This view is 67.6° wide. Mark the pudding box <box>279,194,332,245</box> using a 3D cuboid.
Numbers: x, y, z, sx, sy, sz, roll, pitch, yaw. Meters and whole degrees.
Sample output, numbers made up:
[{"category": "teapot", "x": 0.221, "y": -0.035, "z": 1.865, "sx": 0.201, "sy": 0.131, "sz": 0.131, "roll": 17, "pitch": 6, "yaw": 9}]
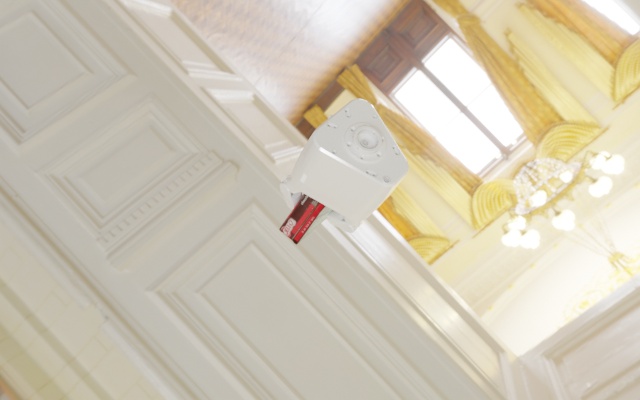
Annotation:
[{"category": "pudding box", "x": 0.000, "y": 0.002, "z": 0.678, "sx": 0.090, "sy": 0.039, "sz": 0.113, "roll": -53, "pitch": -10, "yaw": 35}]
